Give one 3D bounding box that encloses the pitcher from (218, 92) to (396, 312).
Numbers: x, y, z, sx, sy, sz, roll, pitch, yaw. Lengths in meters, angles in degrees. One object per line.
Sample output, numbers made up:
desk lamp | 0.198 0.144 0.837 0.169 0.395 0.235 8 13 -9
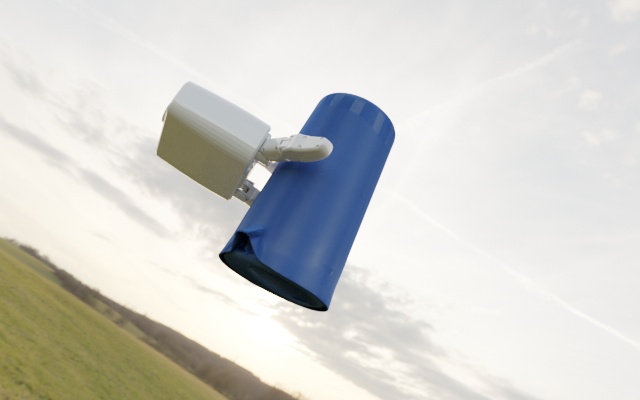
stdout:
pitcher | 0.000 0.002 0.567 0.145 0.242 0.149 30 -21 -7
